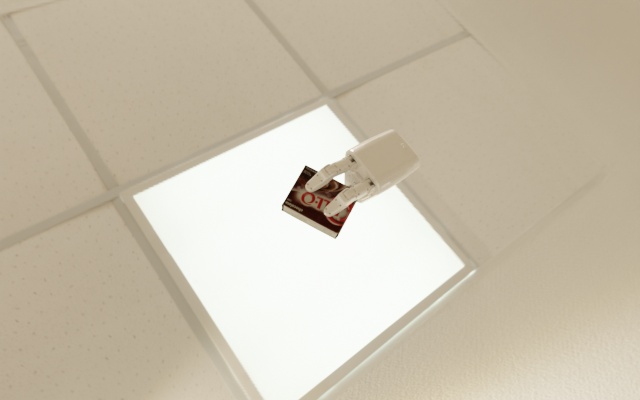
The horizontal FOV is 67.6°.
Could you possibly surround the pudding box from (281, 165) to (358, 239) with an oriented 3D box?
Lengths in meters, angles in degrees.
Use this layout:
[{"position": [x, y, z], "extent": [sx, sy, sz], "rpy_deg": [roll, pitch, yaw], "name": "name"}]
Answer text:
[{"position": [0.000, 0.003, 0.844], "extent": [0.113, 0.090, 0.039], "rpy_deg": [26, -25, 5], "name": "pudding box"}]
